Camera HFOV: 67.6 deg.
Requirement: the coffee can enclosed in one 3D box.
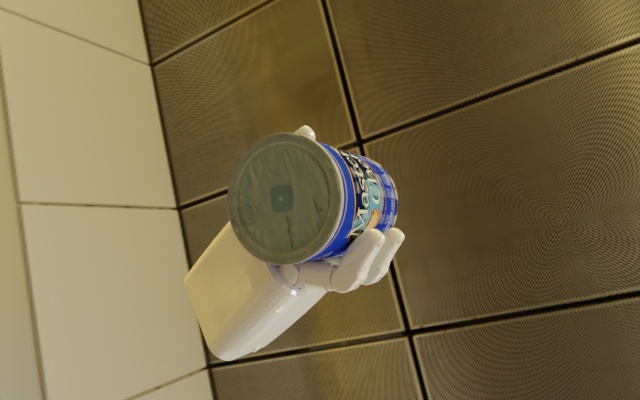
[{"bbox_3d":[0.000,0.001,0.429,0.103,0.103,0.140,0,-2,27],"label":"coffee can"}]
